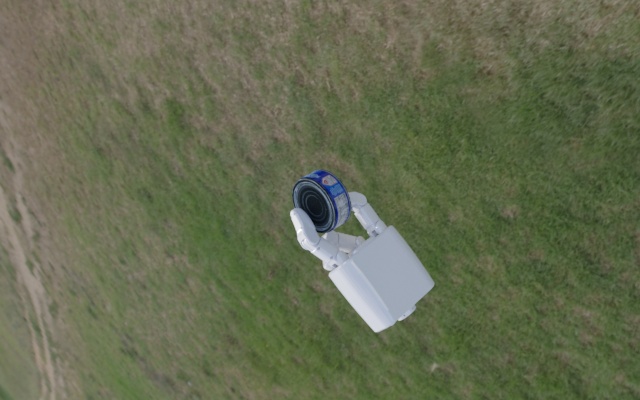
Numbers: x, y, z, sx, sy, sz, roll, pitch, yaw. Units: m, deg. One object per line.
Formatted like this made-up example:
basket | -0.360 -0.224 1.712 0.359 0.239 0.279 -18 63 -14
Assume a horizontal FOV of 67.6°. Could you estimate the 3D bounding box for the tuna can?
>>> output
tuna can | 0.000 0.002 0.666 0.033 0.086 0.086 -29 19 -38
